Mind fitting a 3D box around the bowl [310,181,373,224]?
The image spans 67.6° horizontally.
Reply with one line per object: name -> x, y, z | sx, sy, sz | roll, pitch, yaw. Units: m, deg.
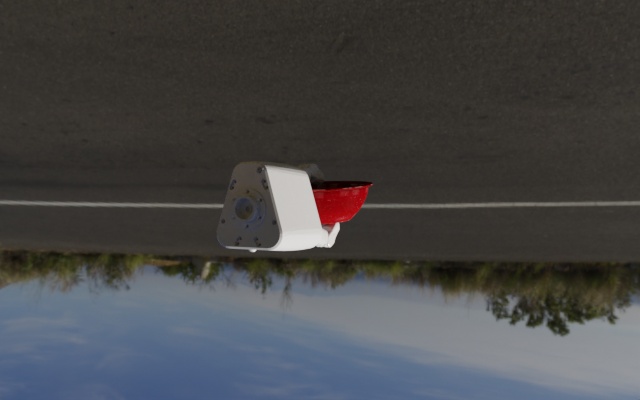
bowl -> 0.001, 0.003, 0.729 | 0.162, 0.055, 0.162 | -3, 6, 0
